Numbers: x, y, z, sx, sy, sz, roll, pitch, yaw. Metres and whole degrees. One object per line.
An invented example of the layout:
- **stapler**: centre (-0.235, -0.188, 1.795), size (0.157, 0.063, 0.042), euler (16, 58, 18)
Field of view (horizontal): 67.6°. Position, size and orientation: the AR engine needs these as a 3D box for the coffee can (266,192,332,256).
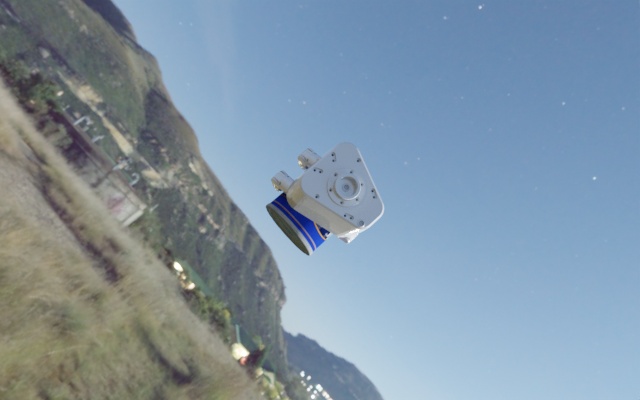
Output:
- **coffee can**: centre (0.000, 0.003, 0.749), size (0.140, 0.103, 0.103), euler (-41, 11, -13)
